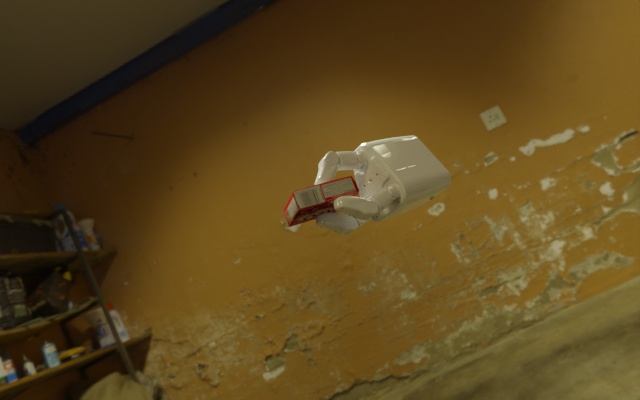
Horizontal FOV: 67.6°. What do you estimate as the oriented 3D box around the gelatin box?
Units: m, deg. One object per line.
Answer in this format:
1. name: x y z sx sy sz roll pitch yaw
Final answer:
1. gelatin box: 0.000 0.002 0.652 0.089 0.030 0.073 -15 -16 -20
